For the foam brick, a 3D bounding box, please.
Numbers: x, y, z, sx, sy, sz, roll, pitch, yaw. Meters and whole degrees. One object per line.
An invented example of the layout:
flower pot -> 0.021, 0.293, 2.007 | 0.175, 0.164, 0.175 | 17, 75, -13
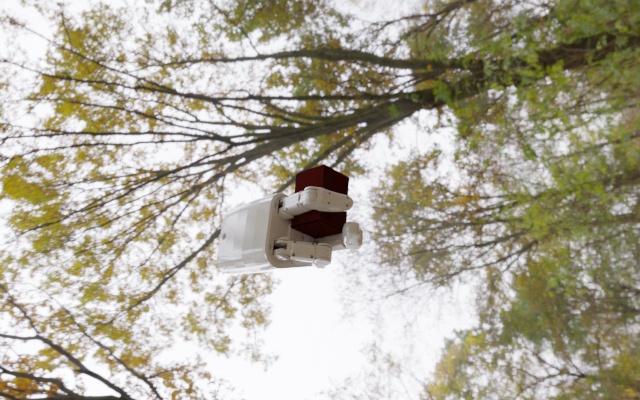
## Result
foam brick -> 0.000, 0.002, 0.615 | 0.051, 0.078, 0.053 | -15, -30, 40
